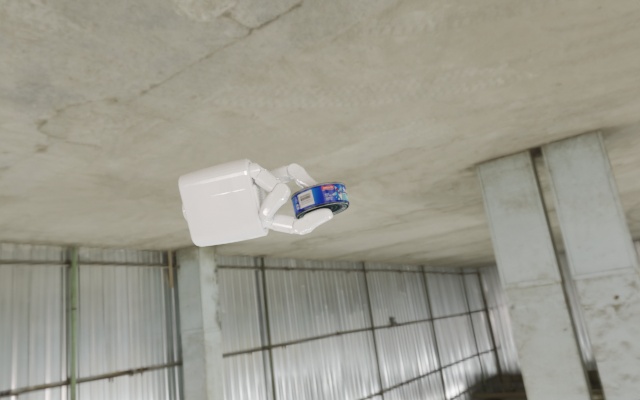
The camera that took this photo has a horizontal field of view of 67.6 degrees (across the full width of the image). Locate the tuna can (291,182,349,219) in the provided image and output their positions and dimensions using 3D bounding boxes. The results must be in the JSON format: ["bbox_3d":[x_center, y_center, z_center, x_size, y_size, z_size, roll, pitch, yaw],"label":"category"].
[{"bbox_3d":[0.000,0.003,0.725,0.086,0.033,0.086,-13,-15,-3],"label":"tuna can"}]
